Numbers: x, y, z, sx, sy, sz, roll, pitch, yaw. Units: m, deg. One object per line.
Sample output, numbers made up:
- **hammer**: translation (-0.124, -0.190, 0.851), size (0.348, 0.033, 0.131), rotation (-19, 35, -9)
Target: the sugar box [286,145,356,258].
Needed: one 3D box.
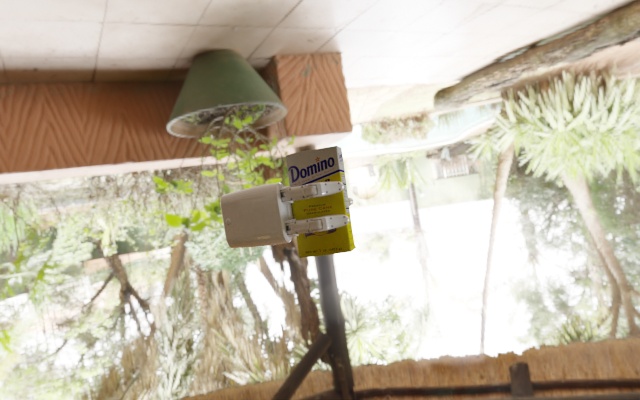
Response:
- **sugar box**: translation (0.000, 0.003, 0.801), size (0.093, 0.176, 0.048), rotation (-9, 0, 15)
